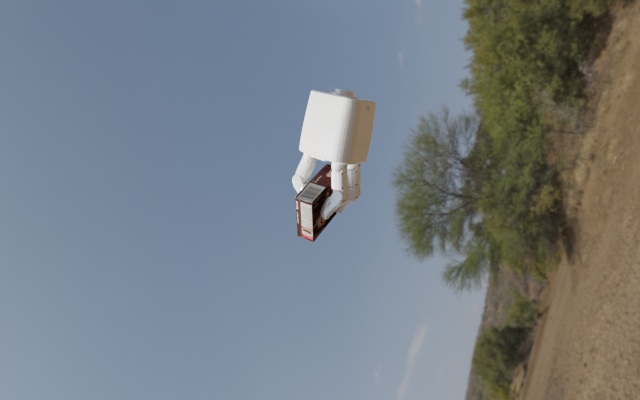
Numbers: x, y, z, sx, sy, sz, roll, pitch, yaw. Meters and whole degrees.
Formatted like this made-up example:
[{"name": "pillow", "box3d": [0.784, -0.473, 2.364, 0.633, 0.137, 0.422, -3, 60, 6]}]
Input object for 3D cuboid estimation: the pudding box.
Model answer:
[{"name": "pudding box", "box3d": [0.000, 0.003, 0.837, 0.039, 0.090, 0.113, 20, 44, 25]}]
